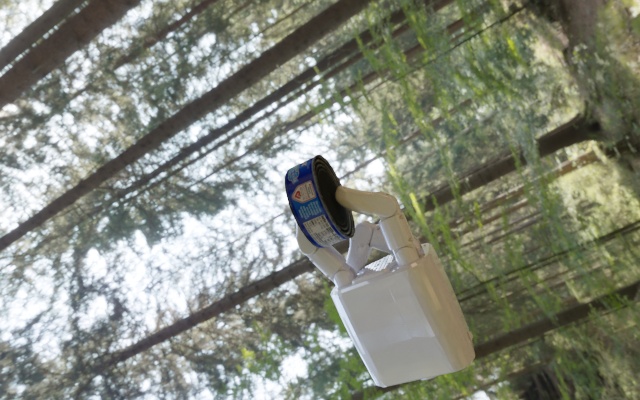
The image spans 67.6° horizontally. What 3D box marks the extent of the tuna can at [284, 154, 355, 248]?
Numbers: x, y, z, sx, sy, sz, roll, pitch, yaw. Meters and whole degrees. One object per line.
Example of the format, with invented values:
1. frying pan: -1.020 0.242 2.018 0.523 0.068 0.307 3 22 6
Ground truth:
1. tuna can: 0.000 0.002 0.460 0.034 0.086 0.086 -23 -7 17
